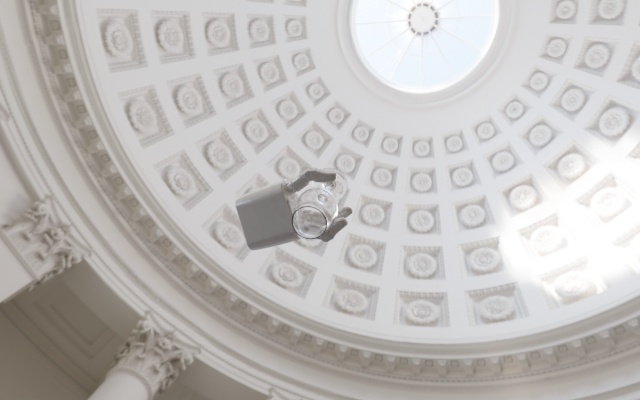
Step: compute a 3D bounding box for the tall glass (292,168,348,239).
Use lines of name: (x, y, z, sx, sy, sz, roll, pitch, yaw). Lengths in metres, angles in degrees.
tall glass: (0.000, 0.003, 0.897, 0.079, 0.079, 0.201, 0, 21, 12)
